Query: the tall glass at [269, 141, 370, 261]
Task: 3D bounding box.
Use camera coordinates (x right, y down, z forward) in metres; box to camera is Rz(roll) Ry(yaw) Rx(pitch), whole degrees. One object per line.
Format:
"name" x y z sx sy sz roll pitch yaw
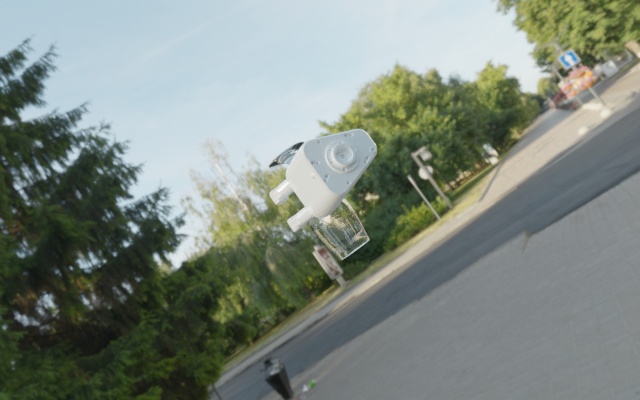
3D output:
"tall glass" 0.000 0.002 0.802 0.079 0.201 0.079 -35 -6 -4
